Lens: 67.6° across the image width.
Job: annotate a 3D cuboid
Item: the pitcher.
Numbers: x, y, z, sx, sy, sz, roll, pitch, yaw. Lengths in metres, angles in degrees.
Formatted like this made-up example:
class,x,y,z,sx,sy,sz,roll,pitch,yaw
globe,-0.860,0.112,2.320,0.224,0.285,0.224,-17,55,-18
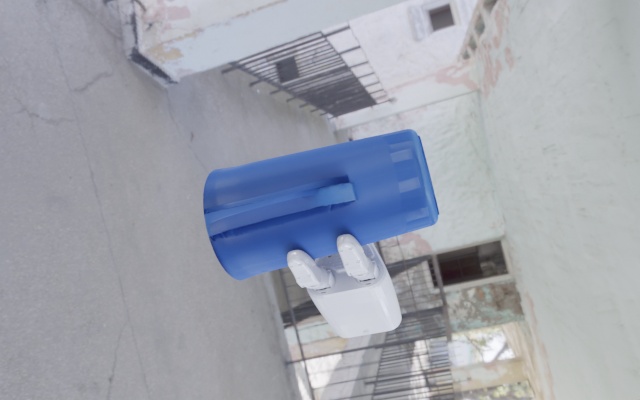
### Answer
class,x,y,z,sx,sy,sz,roll,pitch,yaw
pitcher,0.000,0.002,0.529,0.243,0.145,0.149,-14,40,12
